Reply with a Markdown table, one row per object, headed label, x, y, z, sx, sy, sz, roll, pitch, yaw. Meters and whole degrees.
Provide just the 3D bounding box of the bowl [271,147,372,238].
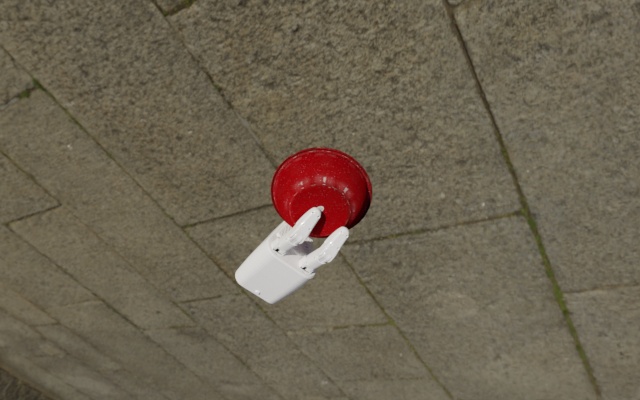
| label | x | y | z | sx | sy | sz | roll | pitch | yaw |
| --- | --- | --- | --- | --- | --- | --- | --- | --- | --- |
| bowl | 0.001 | 0.002 | 0.733 | 0.162 | 0.162 | 0.055 | 0 | 31 | 3 |
